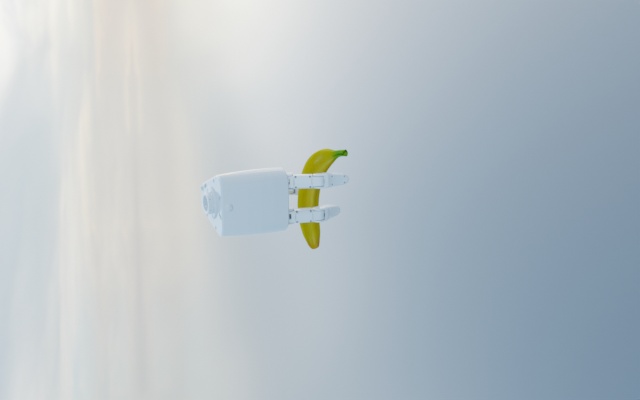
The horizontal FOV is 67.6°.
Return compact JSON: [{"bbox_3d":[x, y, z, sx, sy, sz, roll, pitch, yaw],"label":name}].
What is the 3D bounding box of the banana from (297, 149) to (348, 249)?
[{"bbox_3d":[-0.010,-0.010,0.805,0.037,0.198,0.069,-12,40,-37],"label":"banana"}]
